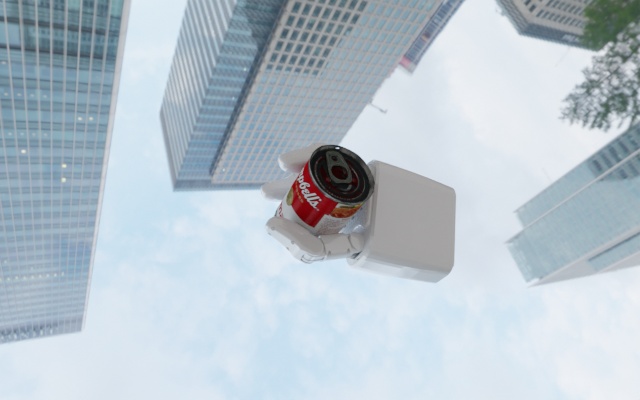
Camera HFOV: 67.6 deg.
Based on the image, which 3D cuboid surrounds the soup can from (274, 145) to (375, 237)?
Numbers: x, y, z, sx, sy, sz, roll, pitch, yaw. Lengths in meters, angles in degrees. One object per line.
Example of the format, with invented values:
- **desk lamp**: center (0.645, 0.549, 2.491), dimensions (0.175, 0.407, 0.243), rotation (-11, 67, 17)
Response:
- **soup can**: center (-0.001, 0.002, 0.480), dimensions (0.068, 0.068, 0.102), rotation (0, -32, -29)
